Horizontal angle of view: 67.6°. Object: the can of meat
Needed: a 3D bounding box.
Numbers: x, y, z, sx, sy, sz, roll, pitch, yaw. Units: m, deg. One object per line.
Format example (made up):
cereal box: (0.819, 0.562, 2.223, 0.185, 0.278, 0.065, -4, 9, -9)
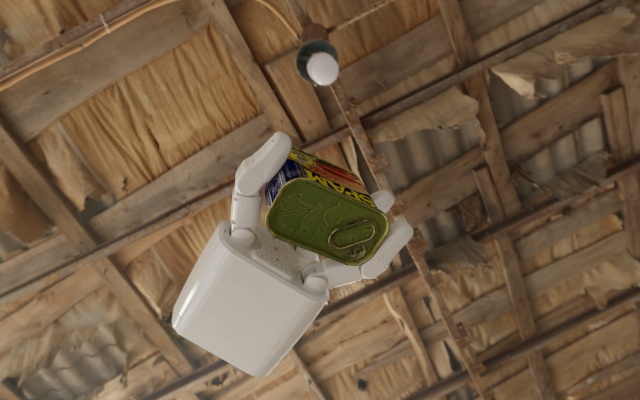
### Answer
can of meat: (0.000, 0.001, 0.420, 0.102, 0.057, 0.084, 23, 20, -21)
